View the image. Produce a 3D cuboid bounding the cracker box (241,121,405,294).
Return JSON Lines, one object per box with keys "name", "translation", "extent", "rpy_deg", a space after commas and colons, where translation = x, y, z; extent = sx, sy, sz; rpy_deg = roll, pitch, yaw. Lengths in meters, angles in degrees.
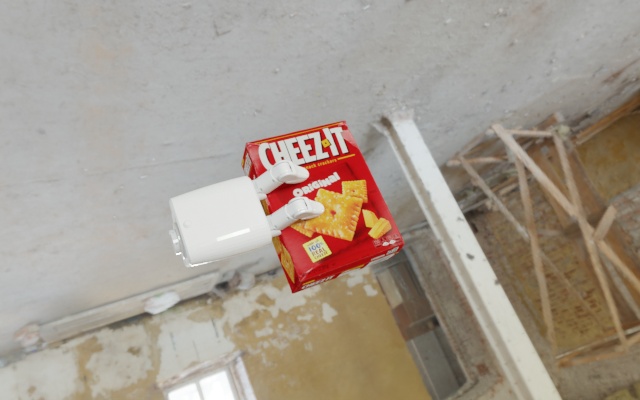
{"name": "cracker box", "translation": [0.000, 0.002, 0.683], "extent": [0.164, 0.213, 0.072], "rpy_deg": [-16, -19, -21]}
